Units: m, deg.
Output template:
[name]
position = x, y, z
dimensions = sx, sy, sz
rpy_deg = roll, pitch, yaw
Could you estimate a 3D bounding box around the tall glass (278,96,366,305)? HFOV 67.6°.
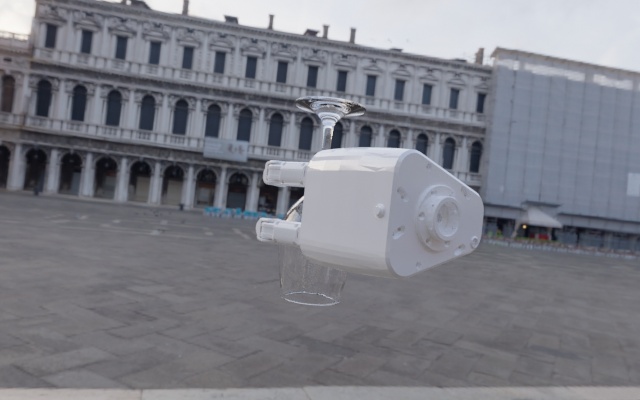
[tall glass]
position = 0.000, 0.001, 0.489
dimensions = 0.079, 0.201, 0.079
rpy_deg = 6, -1, 0
